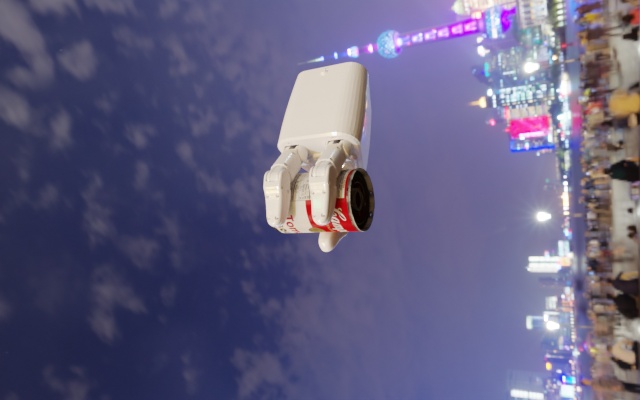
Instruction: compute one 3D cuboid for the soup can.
[{"bbox_3d":[0.000,0.002,0.527,0.102,0.068,0.068,-3,-2,27],"label":"soup can"}]
